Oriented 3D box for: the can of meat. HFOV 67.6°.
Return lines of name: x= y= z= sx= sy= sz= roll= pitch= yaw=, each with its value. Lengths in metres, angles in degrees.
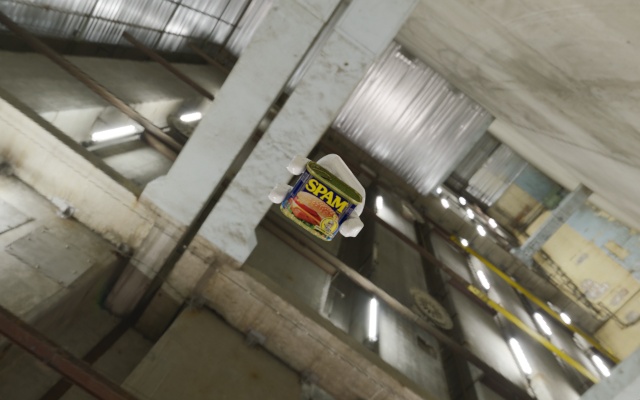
can of meat: x=0.000 y=0.003 z=0.745 sx=0.102 sy=0.084 sz=0.057 roll=35 pitch=17 yaw=-5
